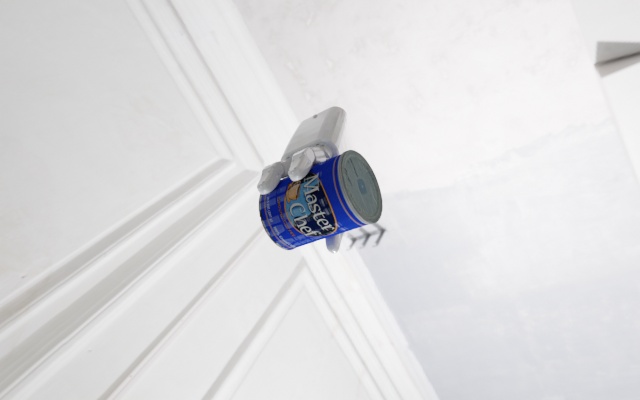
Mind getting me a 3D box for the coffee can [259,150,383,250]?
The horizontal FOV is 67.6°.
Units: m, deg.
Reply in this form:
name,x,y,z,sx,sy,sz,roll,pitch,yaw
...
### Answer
name,x,y,z,sx,sy,sz,roll,pitch,yaw
coffee can,0.000,0.002,0.662,0.140,0.103,0.103,-21,-11,30
